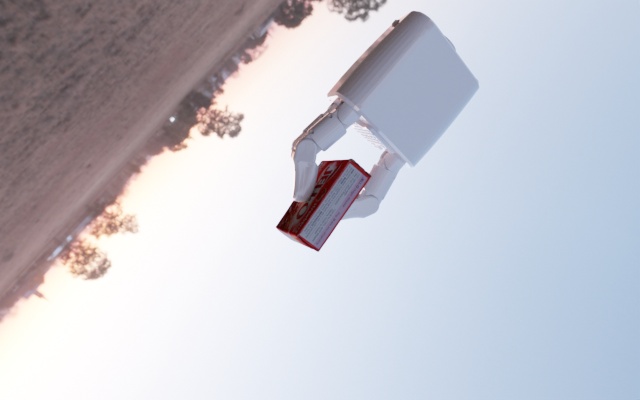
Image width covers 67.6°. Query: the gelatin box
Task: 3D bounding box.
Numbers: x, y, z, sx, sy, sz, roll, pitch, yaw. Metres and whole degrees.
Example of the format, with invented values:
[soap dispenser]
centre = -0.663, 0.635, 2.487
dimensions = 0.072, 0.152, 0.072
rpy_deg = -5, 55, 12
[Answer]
[gelatin box]
centre = 0.000, 0.002, 0.461
dimensions = 0.030, 0.089, 0.073
rpy_deg = 37, -9, -19
